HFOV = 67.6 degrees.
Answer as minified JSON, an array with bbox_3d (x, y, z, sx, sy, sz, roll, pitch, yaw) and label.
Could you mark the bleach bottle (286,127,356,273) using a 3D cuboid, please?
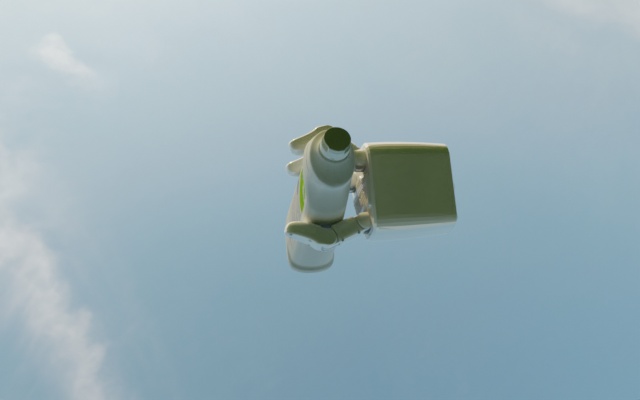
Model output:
[{"bbox_3d":[0.000,0.002,0.581,0.068,0.102,0.251,-2,-26,-10],"label":"bleach bottle"}]
